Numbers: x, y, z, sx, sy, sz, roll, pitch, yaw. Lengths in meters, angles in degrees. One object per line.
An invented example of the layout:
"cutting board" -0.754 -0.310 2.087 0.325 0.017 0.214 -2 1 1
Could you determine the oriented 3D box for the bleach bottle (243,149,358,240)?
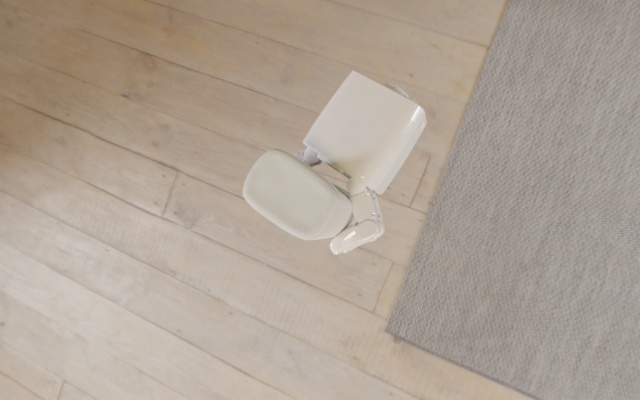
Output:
"bleach bottle" 0.000 0.002 0.592 0.102 0.068 0.251 35 5 13
